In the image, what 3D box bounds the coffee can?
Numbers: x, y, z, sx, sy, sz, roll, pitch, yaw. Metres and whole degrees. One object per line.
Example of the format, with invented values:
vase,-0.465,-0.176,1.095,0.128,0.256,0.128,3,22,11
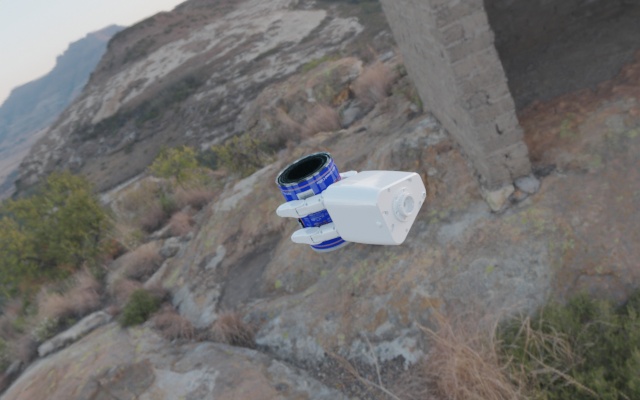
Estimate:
coffee can,0.000,0.003,0.815,0.103,0.140,0.102,-23,24,11
